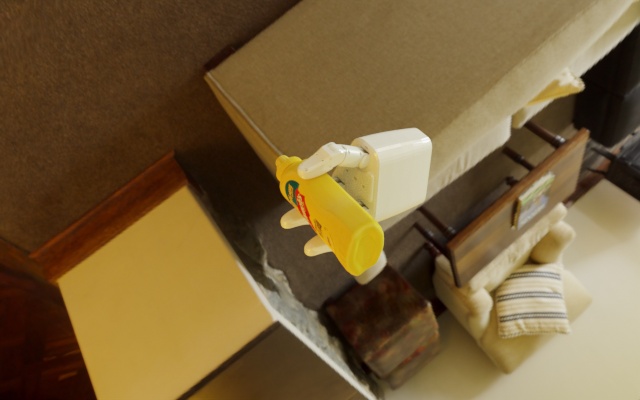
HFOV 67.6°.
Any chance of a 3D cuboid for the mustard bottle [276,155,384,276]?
[{"bbox_3d":[0.000,0.002,0.607,0.058,0.191,0.096,-33,-35,-14],"label":"mustard bottle"}]
